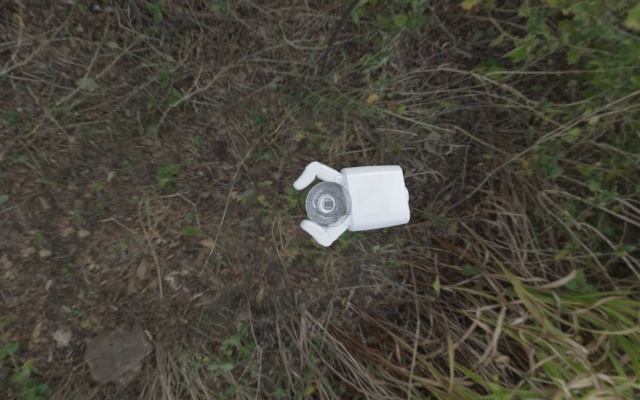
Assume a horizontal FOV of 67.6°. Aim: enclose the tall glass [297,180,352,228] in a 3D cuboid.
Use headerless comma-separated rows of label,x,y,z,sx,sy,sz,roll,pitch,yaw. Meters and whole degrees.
tall glass,0.000,0.003,0.854,0.079,0.079,0.201,0,2,-8
